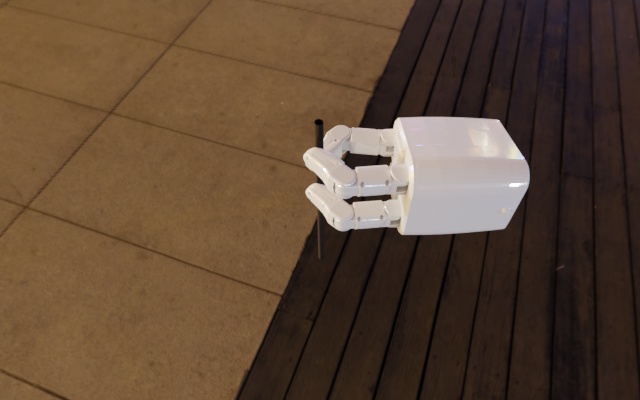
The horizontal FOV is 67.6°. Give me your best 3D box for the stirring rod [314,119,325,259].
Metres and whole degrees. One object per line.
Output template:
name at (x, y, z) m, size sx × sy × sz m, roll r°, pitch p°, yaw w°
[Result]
stirring rod at (0.000, 0.002, 0.519) m, size 0.011 × 0.011 × 0.240 m, roll 0°, pitch -36°, yaw 1°
